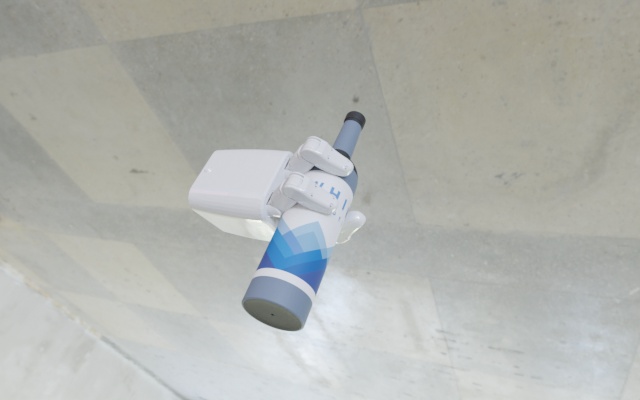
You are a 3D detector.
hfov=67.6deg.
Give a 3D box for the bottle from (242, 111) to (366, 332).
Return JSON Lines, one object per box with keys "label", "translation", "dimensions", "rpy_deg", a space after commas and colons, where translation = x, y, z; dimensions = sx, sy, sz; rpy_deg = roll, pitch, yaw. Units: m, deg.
{"label": "bottle", "translation": [0.000, 0.002, 0.551], "dimensions": [0.069, 0.295, 0.069], "rpy_deg": [15, -36, 11]}
